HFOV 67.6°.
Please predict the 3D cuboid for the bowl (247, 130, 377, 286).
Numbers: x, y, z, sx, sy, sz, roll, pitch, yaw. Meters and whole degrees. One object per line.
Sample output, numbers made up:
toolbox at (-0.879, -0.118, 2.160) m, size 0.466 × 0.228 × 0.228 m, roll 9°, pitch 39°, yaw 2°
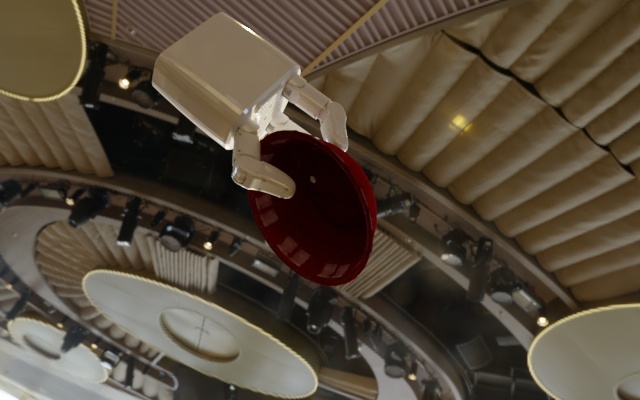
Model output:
bowl at (0.001, 0.003, 0.477) m, size 0.162 × 0.162 × 0.055 m, roll 0°, pitch 21°, yaw 44°
